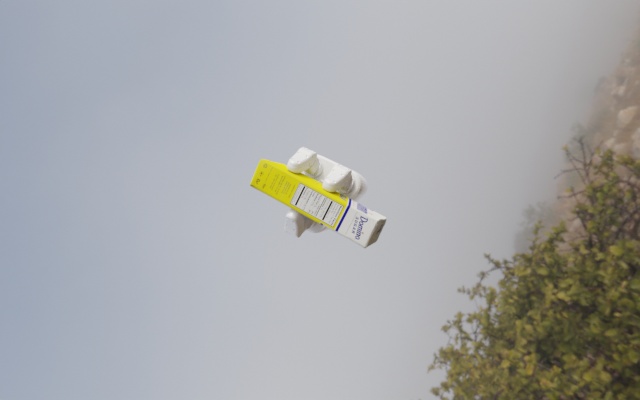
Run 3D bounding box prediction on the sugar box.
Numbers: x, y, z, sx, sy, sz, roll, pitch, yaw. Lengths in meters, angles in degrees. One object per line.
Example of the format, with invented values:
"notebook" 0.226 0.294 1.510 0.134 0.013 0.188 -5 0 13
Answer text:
"sugar box" 0.000 0.002 0.646 0.176 0.048 0.093 25 7 13
